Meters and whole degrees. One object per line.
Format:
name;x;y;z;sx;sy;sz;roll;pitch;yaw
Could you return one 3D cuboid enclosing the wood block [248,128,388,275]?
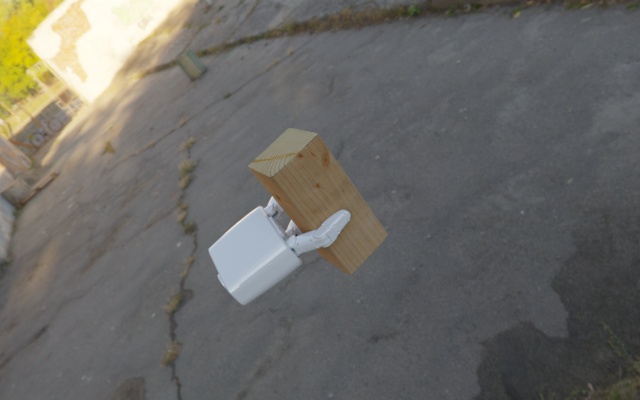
wood block;0.000;0.003;0.712;0.090;0.206;0.091;-45;30;-13
